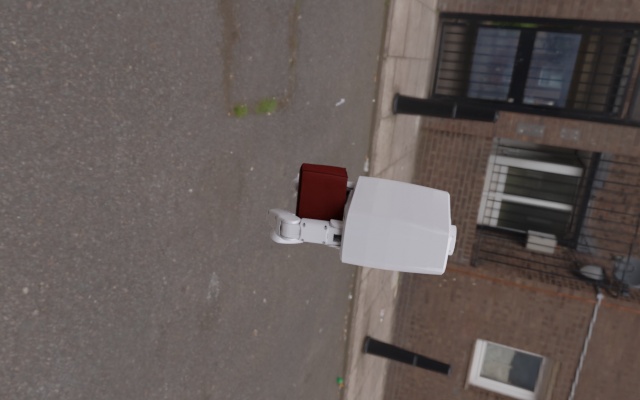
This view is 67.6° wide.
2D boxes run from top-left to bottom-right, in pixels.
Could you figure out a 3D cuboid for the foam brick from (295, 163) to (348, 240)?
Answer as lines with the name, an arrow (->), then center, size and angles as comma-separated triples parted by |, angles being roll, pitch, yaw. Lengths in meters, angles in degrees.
foam brick -> 0.000, 0.001, 0.526 | 0.051, 0.078, 0.053 | 6, 15, 0
